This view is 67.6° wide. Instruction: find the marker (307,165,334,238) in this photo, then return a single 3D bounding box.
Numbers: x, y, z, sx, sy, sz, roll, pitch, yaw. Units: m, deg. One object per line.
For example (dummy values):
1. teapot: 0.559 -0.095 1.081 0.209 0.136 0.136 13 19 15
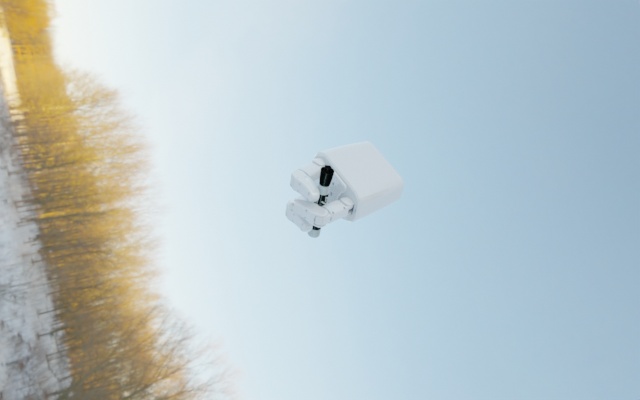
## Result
1. marker: 0.000 0.002 0.678 0.020 0.121 0.020 8 36 -6
